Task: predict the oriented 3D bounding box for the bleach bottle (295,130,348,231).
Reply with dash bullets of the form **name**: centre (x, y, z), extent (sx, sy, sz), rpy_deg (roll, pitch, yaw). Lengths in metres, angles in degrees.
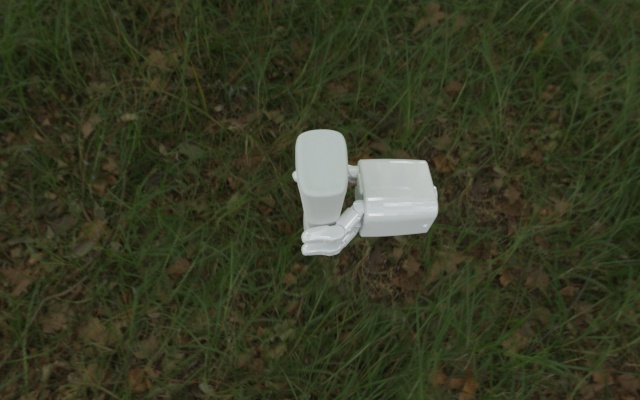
- **bleach bottle**: centre (0.000, 0.002, 0.721), extent (0.068, 0.102, 0.251), rpy_deg (-2, -24, -2)
